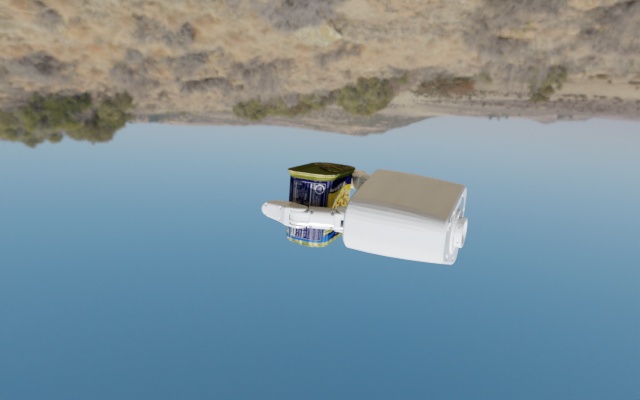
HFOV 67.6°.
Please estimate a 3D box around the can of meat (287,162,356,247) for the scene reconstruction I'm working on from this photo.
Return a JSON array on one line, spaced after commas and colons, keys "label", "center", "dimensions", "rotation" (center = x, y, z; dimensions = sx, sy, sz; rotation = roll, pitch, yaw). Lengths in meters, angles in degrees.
[{"label": "can of meat", "center": [0.000, 0.002, 0.573], "dimensions": [0.057, 0.084, 0.102], "rotation": [9, 13, 21]}]
